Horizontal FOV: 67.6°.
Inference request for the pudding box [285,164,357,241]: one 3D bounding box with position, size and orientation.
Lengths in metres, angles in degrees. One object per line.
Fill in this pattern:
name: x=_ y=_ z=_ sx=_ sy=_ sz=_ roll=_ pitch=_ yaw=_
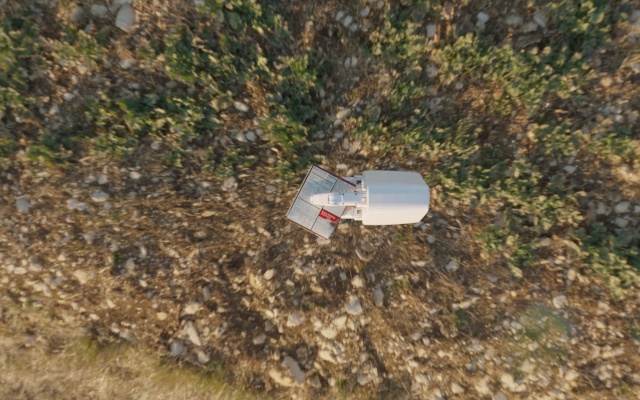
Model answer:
pudding box: x=0.000 y=0.003 z=0.857 sx=0.090 sy=0.113 sz=0.039 roll=28 pitch=0 yaw=-2
